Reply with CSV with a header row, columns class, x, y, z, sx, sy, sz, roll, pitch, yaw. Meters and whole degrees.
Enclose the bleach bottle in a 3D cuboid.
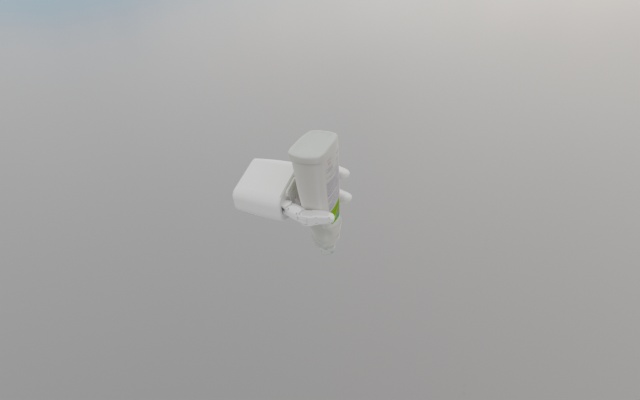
class,x,y,z,sx,sy,sz,roll,pitch,yaw
bleach bottle,0.000,0.003,0.883,0.068,0.251,0.102,11,38,23
